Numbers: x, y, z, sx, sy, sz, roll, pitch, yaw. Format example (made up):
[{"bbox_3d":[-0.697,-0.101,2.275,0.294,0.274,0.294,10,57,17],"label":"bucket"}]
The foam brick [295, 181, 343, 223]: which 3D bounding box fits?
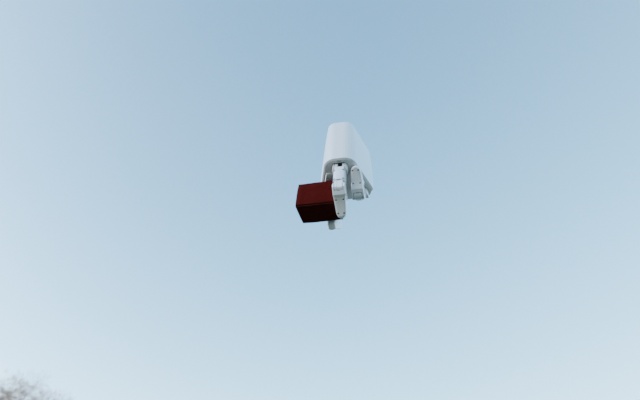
[{"bbox_3d":[0.000,0.003,0.856,0.078,0.051,0.053,-6,-40,10],"label":"foam brick"}]
